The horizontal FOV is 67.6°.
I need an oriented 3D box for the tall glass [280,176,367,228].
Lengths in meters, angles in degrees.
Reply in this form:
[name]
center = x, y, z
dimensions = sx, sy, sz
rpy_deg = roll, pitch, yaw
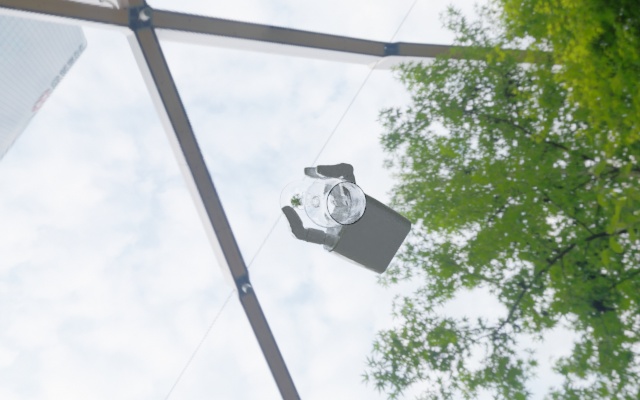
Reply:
[tall glass]
center = 0.000, 0.002, 0.753
dimensions = 0.079, 0.079, 0.201
rpy_deg = 0, 1, -21
